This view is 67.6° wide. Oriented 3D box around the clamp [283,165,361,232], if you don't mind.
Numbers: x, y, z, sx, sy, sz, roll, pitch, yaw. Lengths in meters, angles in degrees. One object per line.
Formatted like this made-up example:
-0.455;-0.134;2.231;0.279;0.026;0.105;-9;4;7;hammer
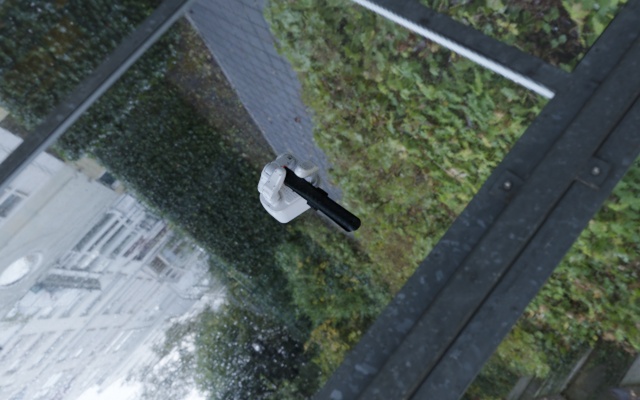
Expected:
0.000;0.003;0.831;0.171;0.039;0.120;38;-10;11;clamp
